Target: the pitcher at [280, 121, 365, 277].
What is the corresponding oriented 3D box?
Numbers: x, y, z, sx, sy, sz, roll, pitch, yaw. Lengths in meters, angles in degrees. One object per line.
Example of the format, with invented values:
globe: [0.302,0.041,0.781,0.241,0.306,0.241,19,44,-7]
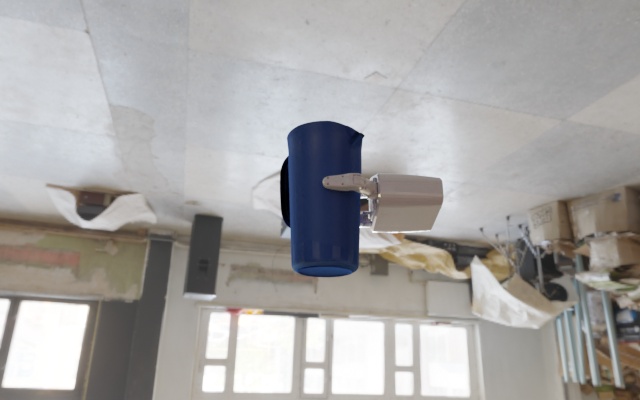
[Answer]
pitcher: [0.000,0.003,0.806,0.145,0.242,0.149,1,-19,-3]
